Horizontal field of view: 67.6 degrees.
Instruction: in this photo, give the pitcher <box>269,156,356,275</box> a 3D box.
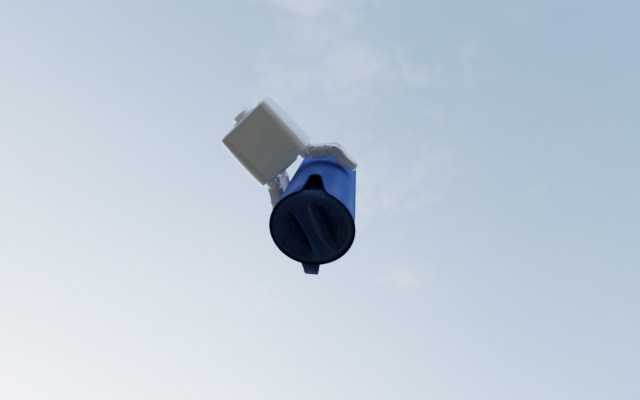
[{"bbox_3d":[0.000,0.003,0.830,0.149,0.145,0.242,-39,15,23],"label":"pitcher"}]
